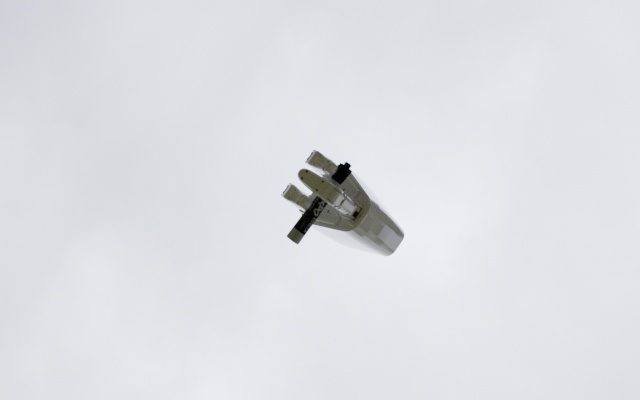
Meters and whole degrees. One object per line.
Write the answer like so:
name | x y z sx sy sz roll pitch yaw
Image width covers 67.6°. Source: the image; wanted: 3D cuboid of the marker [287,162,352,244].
marker | 0.000 0.002 0.603 0.020 0.121 0.020 36 -1 1
